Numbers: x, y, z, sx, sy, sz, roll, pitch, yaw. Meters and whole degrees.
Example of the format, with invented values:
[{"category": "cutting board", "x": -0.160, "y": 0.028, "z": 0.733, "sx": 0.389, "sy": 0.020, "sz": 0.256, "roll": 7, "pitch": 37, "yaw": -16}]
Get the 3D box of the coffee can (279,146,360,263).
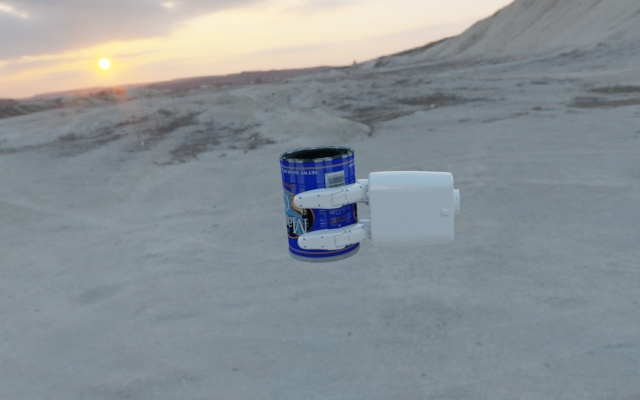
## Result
[{"category": "coffee can", "x": 0.000, "y": 0.002, "z": 0.664, "sx": 0.103, "sy": 0.140, "sz": 0.102, "roll": -4, "pitch": 15, "yaw": 1}]
